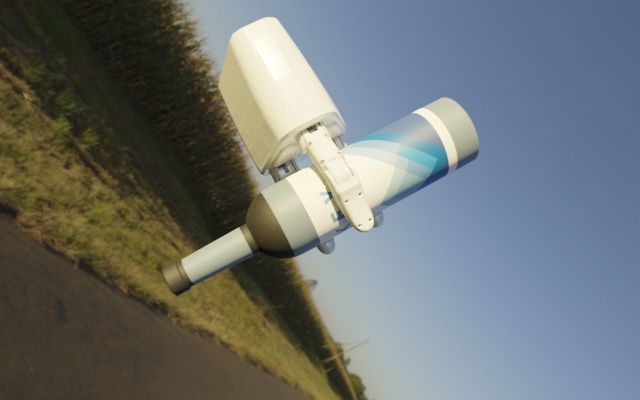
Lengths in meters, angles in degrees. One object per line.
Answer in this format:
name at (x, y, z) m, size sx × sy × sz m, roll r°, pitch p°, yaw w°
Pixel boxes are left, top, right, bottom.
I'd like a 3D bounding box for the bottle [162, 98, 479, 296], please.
bottle at (0.000, 0.001, 0.429) m, size 0.295 × 0.069 × 0.069 m, roll -28°, pitch 4°, yaw -9°
